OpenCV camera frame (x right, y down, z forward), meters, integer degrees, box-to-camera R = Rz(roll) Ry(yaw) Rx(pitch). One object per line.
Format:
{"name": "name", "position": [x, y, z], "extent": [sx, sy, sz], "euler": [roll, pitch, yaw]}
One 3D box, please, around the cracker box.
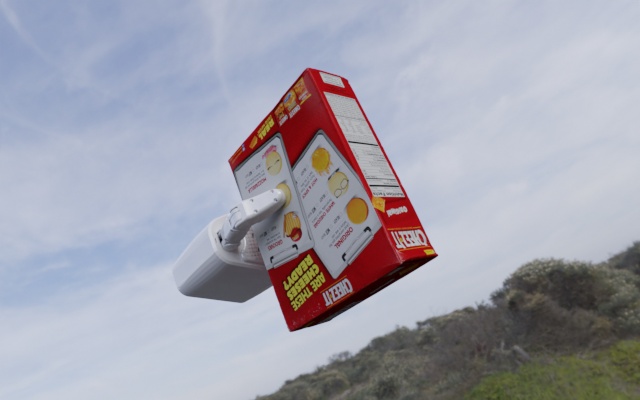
{"name": "cracker box", "position": [0.000, 0.001, 0.495], "extent": [0.072, 0.213, 0.164], "euler": [-2, -30, -45]}
